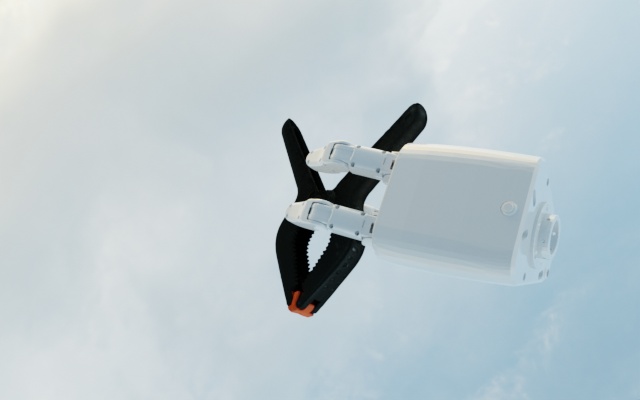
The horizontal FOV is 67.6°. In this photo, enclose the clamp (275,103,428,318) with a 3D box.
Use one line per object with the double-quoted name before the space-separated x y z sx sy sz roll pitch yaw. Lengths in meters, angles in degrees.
"clamp" 0.001 0.002 0.455 0.164 0.210 0.036 9 -17 40
